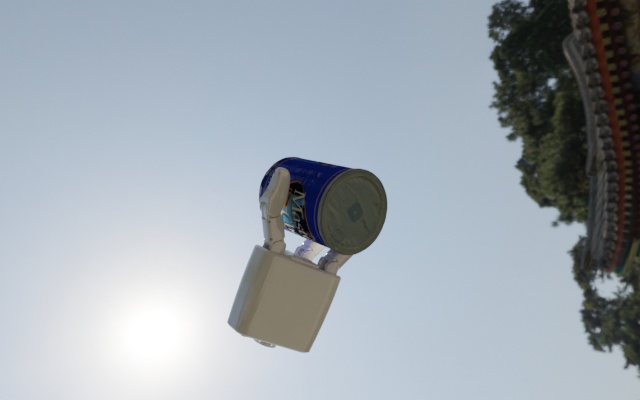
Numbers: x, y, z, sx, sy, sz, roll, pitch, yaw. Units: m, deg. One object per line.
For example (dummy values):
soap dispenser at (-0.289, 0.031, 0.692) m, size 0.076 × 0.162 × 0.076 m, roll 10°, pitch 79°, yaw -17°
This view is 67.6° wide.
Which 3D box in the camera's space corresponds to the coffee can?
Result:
coffee can at (0.000, 0.002, 0.609) m, size 0.103 × 0.103 × 0.140 m, roll 0°, pitch 10°, yaw -37°
